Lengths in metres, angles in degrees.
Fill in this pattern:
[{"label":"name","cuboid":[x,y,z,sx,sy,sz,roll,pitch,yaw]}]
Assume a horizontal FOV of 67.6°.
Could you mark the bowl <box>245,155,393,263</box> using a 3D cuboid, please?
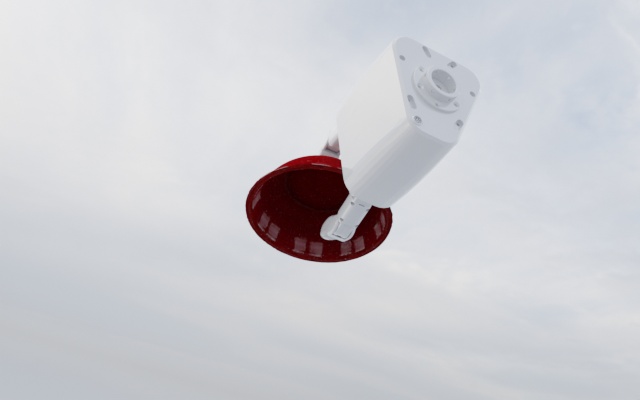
[{"label":"bowl","cuboid":[-0.001,0.002,0.540,0.162,0.055,0.162,4,-43,4]}]
